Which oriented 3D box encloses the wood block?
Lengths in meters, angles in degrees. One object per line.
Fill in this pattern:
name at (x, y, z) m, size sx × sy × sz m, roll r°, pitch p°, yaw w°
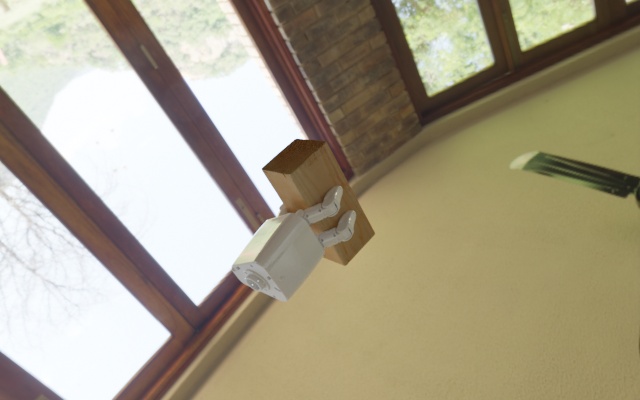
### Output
wood block at (0.000, 0.003, 0.829) m, size 0.090 × 0.206 × 0.091 m, roll -44°, pitch 33°, yaw -23°
